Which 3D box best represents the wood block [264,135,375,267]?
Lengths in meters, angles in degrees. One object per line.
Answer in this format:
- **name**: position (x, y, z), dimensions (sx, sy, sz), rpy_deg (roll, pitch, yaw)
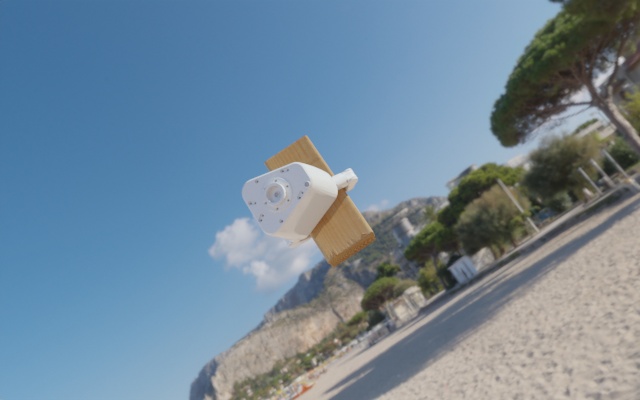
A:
- **wood block**: position (0.000, 0.002, 0.833), dimensions (0.091, 0.206, 0.090), rpy_deg (-33, -16, 0)
